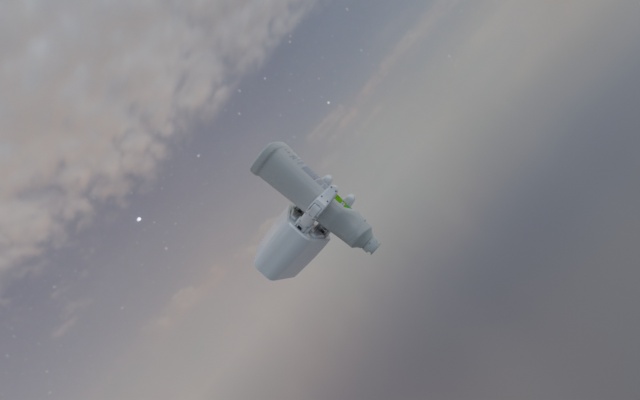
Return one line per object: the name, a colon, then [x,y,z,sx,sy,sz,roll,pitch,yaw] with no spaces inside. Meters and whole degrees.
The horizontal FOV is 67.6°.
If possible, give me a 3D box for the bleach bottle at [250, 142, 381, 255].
bleach bottle: [0.000,0.003,0.826,0.251,0.068,0.102,41,15,5]
